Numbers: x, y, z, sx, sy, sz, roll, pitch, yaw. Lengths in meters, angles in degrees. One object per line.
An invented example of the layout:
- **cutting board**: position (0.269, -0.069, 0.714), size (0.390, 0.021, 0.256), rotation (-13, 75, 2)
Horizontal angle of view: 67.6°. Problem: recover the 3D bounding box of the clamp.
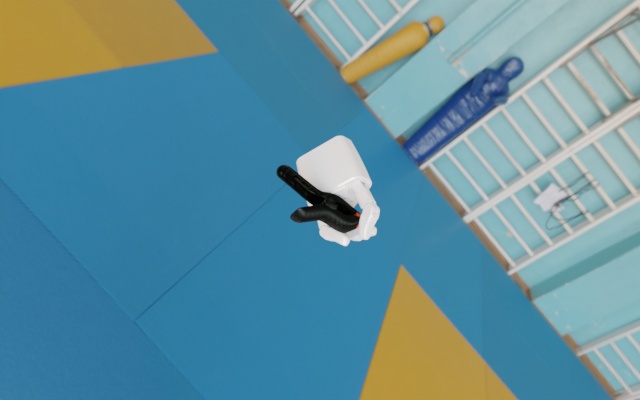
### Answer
- **clamp**: position (0.001, 0.002, 0.777), size (0.039, 0.120, 0.171), rotation (-40, -38, 26)
